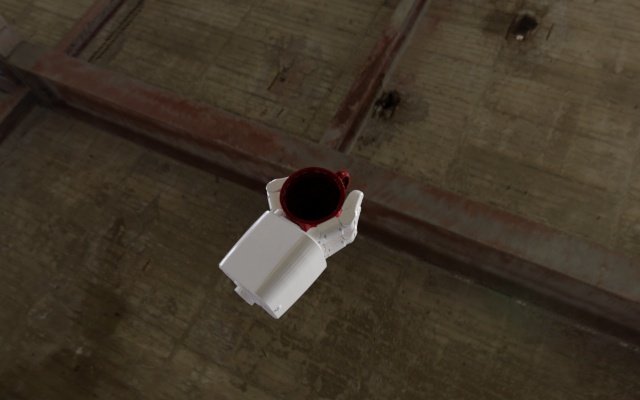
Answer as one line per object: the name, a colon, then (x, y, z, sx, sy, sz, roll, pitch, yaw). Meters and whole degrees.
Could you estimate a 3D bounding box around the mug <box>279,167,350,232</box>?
mug: (0.001, 0.001, 0.708, 0.093, 0.117, 0.081, 37, -18, 22)
